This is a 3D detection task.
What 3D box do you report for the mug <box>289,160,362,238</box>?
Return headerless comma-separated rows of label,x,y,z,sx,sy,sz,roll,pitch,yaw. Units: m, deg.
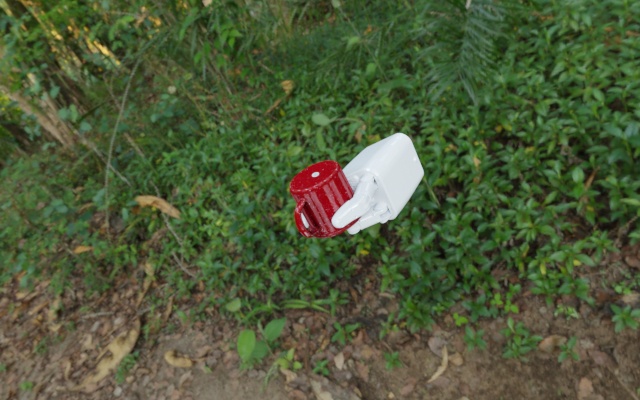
mug,-0.001,0.003,0.693,0.093,0.081,0.117,-1,37,44
